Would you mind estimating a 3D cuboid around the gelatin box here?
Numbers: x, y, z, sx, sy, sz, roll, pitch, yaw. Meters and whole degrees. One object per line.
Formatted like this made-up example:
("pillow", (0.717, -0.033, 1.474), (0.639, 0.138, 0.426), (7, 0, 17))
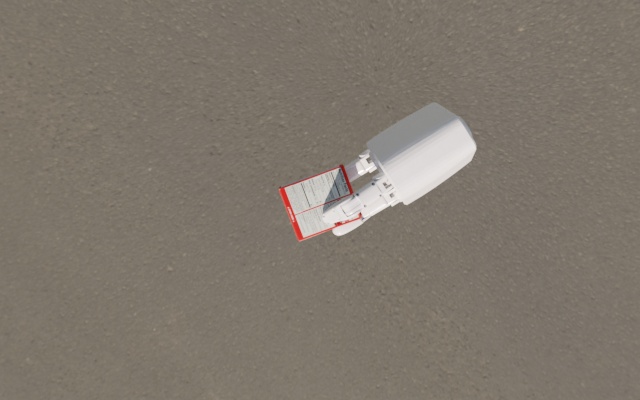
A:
("gelatin box", (0.000, 0.002, 0.615), (0.089, 0.073, 0.030), (-20, 8, 1))
